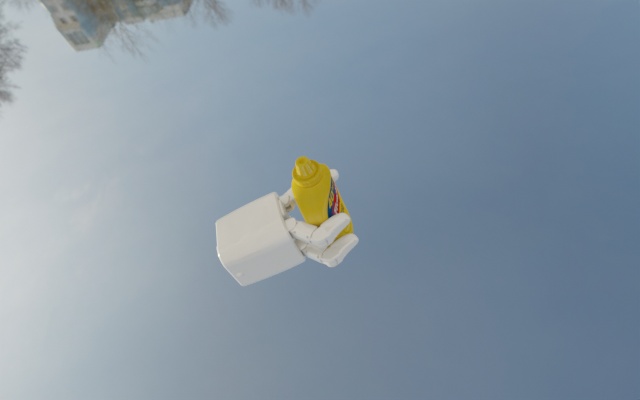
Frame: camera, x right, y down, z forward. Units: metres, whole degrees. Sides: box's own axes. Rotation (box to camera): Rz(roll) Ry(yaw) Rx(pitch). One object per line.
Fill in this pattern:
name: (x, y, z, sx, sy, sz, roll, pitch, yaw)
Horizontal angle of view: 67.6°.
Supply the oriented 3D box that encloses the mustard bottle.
mustard bottle: (0.001, 0.002, 0.707, 0.058, 0.096, 0.192, -6, -37, 16)
